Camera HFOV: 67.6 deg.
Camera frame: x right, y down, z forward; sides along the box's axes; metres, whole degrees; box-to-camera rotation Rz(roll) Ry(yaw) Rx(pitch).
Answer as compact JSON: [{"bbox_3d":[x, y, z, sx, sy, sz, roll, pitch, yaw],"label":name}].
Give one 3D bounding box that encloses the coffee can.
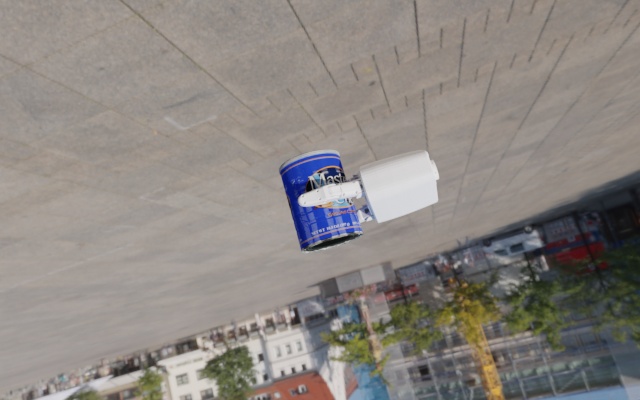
[{"bbox_3d":[0.000,0.002,0.764,0.103,0.140,0.103,-15,-13,-4],"label":"coffee can"}]
